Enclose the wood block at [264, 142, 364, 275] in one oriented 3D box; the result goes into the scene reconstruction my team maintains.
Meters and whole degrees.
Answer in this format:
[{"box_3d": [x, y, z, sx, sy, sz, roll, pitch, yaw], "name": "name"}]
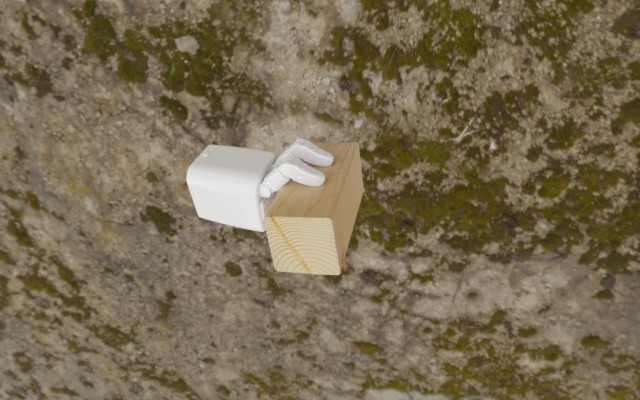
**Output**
[{"box_3d": [0.000, 0.003, 0.679, 0.090, 0.091, 0.206, 1, 33, 15], "name": "wood block"}]
